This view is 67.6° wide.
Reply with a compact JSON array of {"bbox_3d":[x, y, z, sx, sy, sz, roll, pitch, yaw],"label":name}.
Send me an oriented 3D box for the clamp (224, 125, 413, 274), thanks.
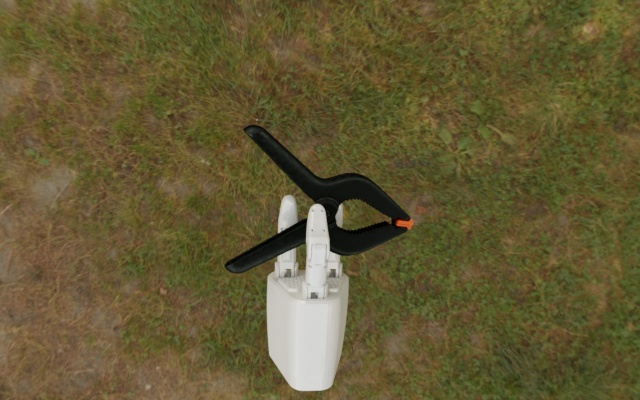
[{"bbox_3d":[0.001,0.002,0.534,0.210,0.164,0.036,1,10,-8],"label":"clamp"}]
